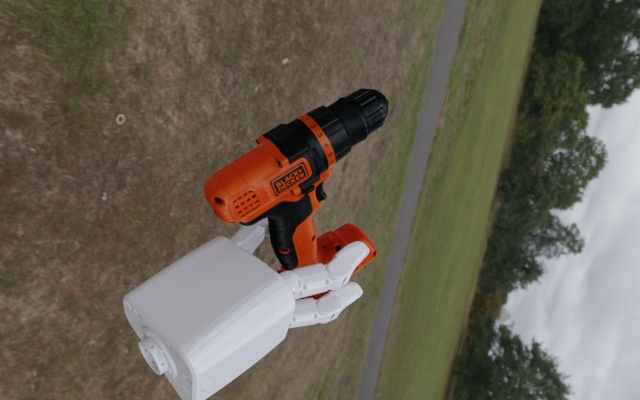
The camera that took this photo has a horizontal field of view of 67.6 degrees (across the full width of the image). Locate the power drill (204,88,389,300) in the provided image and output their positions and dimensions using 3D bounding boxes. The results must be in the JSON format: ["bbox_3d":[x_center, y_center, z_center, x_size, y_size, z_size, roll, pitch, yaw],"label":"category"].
[{"bbox_3d":[0.000,0.002,0.466,0.184,0.188,0.057,-32,43,-12],"label":"power drill"}]
